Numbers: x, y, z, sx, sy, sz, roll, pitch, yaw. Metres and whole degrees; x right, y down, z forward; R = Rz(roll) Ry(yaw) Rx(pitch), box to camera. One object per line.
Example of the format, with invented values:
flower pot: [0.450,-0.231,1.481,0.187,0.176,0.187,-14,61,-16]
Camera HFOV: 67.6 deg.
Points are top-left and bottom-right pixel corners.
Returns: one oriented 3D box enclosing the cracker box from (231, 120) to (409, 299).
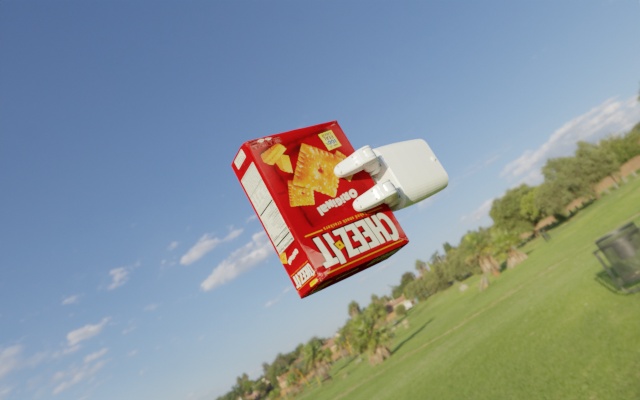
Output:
cracker box: [0.000,0.002,0.660,0.164,0.213,0.072,-19,-19,-35]
